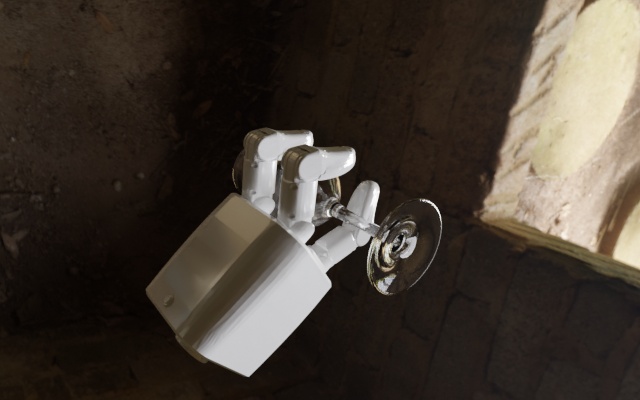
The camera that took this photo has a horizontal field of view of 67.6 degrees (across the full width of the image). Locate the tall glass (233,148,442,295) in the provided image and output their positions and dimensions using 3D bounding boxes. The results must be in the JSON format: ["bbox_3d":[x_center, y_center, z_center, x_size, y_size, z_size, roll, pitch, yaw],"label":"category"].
[{"bbox_3d":[0.001,0.001,0.408,0.079,0.079,0.201,0,19,-40],"label":"tall glass"}]
